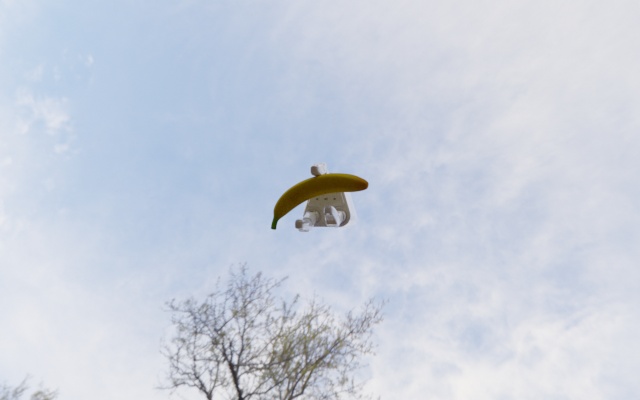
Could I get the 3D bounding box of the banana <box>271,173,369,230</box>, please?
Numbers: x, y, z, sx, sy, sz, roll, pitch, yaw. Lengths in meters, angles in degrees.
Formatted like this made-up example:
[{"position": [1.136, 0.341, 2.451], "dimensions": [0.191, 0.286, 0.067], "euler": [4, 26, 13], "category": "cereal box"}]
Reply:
[{"position": [-0.009, -0.012, 0.886], "dimensions": [0.198, 0.069, 0.037], "euler": [-25, -19, 10], "category": "banana"}]
